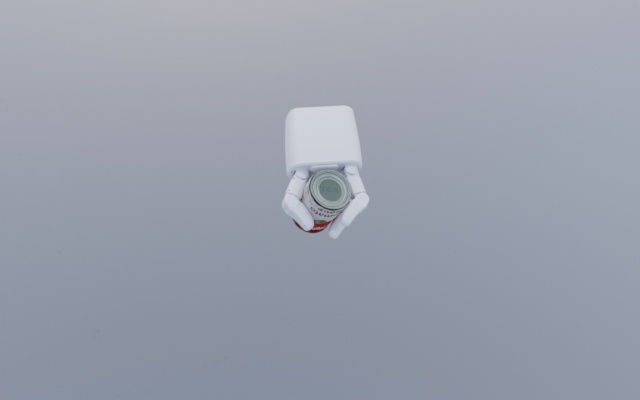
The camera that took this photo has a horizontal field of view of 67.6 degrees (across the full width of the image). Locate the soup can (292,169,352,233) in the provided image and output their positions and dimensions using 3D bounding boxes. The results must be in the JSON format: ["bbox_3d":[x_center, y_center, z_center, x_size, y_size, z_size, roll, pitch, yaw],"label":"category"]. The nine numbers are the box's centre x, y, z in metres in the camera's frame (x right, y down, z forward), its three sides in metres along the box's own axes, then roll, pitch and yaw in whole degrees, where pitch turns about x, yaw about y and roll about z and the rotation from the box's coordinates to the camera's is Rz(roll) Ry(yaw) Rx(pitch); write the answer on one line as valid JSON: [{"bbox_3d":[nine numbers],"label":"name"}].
[{"bbox_3d":[0.000,0.003,0.739,0.068,0.068,0.102,0,-23,-20],"label":"soup can"}]
